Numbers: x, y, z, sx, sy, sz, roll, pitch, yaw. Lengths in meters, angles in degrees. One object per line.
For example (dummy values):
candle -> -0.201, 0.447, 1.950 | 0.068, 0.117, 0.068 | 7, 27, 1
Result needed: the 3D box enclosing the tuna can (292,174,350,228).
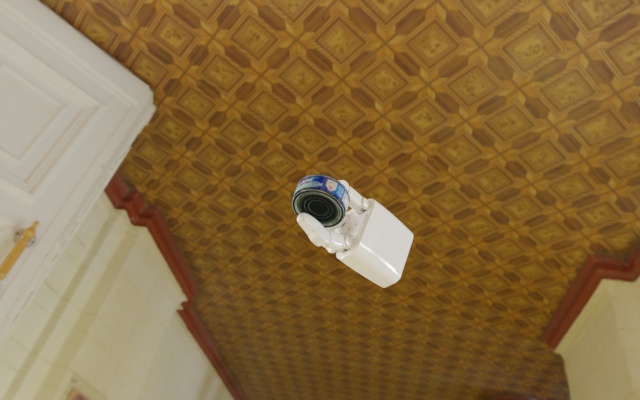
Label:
tuna can -> 0.000, 0.003, 0.732 | 0.086, 0.086, 0.033 | 0, 44, 20
